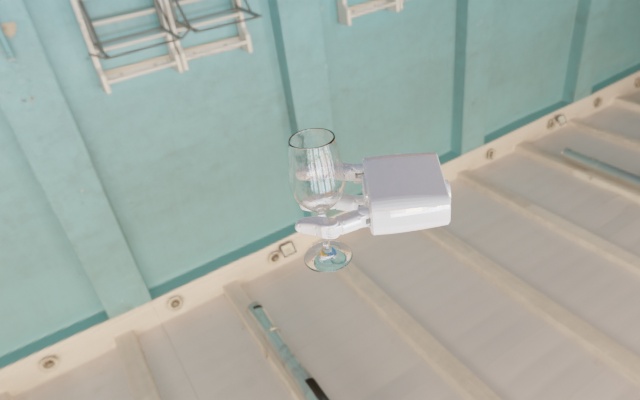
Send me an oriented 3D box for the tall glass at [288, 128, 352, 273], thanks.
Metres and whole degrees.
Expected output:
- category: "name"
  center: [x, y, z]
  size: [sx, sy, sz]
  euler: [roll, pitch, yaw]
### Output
- category: "tall glass"
  center: [0.000, 0.003, 0.672]
  size: [0.079, 0.201, 0.079]
  euler: [-6, 33, 4]
